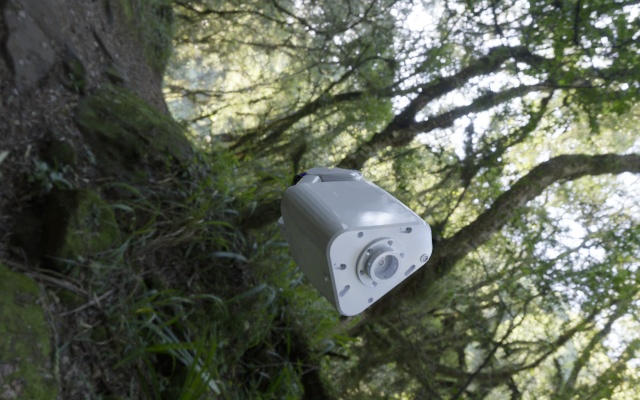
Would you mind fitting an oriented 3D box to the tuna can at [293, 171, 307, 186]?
[{"bbox_3d":[0.001,0.002,0.596,0.034,0.086,0.086,-24,8,-18],"label":"tuna can"}]
